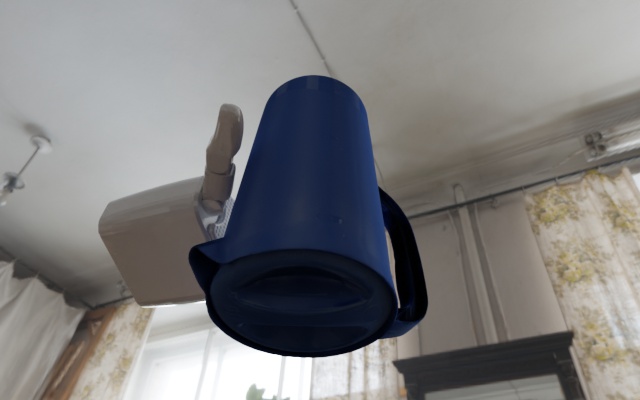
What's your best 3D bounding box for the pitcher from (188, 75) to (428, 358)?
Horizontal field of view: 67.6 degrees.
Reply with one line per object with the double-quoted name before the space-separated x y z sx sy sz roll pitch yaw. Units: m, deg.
"pitcher" 0.000 0.001 0.413 0.145 0.242 0.149 -13 -48 15
